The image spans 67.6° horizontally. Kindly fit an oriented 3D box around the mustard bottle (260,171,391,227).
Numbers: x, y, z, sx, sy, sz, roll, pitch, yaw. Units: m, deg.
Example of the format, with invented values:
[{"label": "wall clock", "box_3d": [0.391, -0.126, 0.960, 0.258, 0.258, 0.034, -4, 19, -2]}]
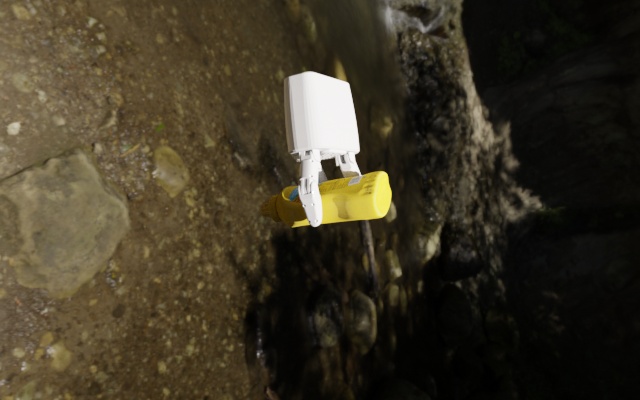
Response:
[{"label": "mustard bottle", "box_3d": [0.000, 0.003, 0.690, 0.191, 0.058, 0.096, -8, 20, 22]}]
